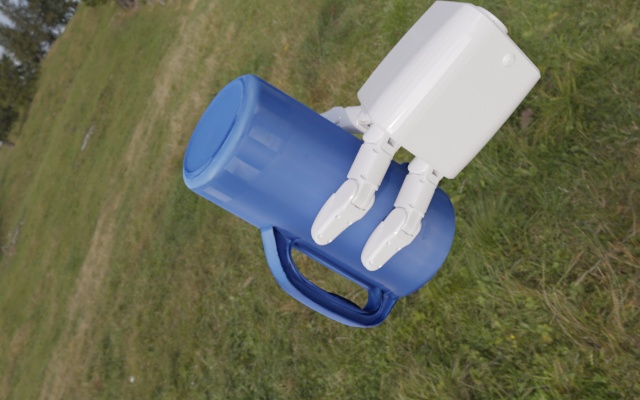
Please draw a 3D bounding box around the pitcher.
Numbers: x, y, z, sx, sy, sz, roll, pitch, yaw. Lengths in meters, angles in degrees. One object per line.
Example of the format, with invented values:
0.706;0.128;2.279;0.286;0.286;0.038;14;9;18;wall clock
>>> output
0.000;0.001;0.443;0.243;0.145;0.149;30;20;-31;pitcher
